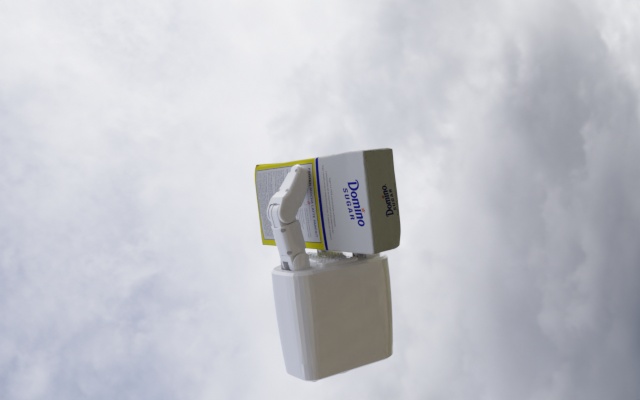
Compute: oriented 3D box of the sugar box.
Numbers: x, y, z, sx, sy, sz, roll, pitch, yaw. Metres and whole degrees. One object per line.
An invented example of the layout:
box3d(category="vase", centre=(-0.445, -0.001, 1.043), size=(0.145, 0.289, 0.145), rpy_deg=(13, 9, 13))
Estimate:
box3d(category="sugar box", centre=(0.000, 0.002, 0.485), size=(0.048, 0.093, 0.176), rpy_deg=(-10, 6, -42))
